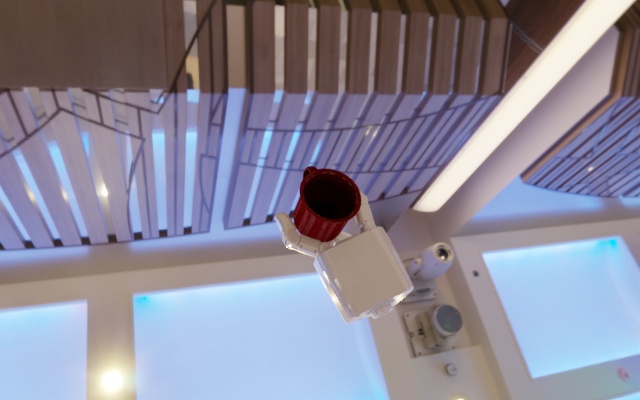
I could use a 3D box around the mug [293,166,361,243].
[{"bbox_3d":[-0.001,0.001,0.726,0.093,0.117,0.081,-17,-25,-25],"label":"mug"}]
